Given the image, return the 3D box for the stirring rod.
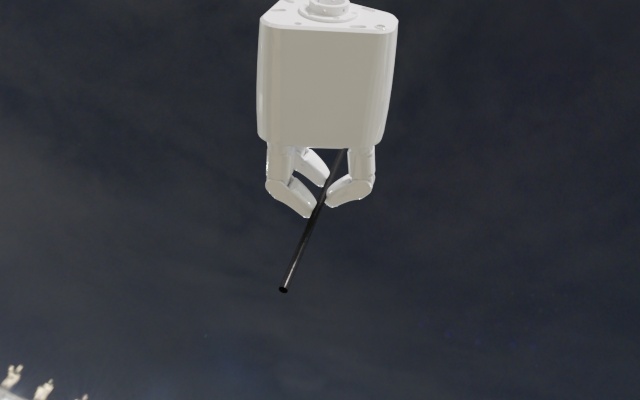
[{"bbox_3d":[0.000,0.002,0.485,0.011,0.011,0.239,0,37,19],"label":"stirring rod"}]
